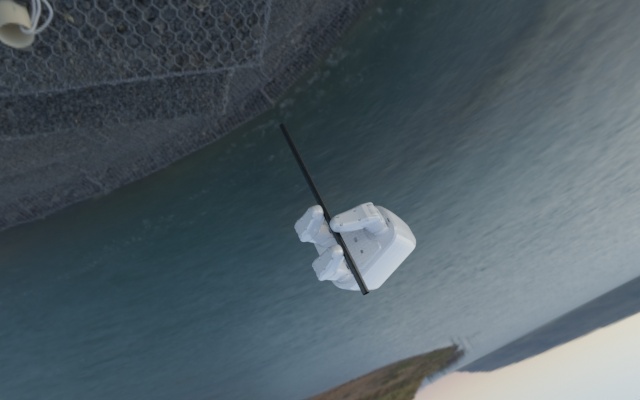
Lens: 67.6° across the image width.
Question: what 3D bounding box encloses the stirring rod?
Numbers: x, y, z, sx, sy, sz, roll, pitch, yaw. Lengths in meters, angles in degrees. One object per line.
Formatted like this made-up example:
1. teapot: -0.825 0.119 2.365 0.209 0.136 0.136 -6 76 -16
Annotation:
1. stirring rod: 0.000 0.002 0.562 0.011 0.239 0.011 -22 -24 -11
